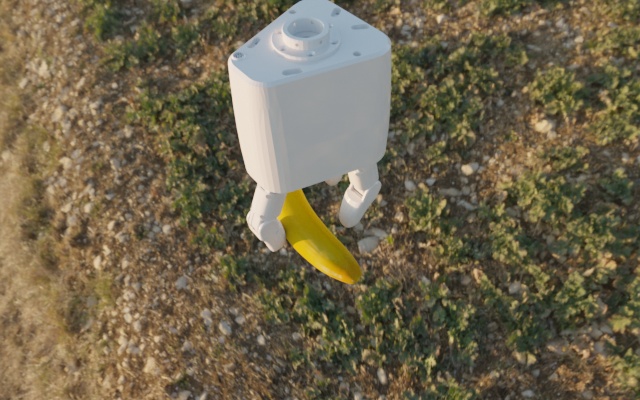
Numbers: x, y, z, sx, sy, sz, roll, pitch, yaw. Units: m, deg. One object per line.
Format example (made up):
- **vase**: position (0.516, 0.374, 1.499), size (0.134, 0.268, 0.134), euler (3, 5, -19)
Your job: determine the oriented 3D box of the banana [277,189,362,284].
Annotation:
- **banana**: position (-0.019, 0.002, 0.480), size (0.069, 0.197, 0.037), euler (-9, -40, -12)
